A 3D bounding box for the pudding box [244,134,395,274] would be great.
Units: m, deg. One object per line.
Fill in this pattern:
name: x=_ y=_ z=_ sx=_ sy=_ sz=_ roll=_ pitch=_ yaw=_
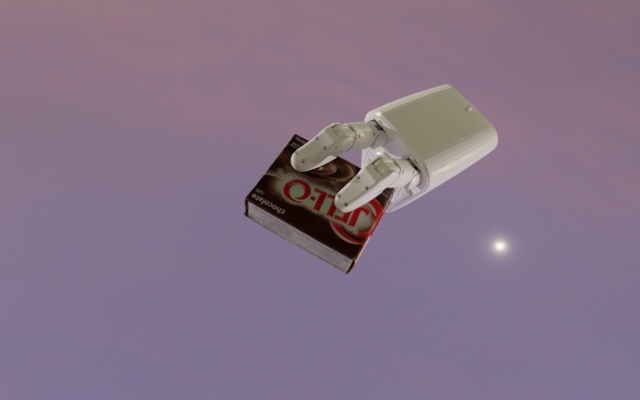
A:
pudding box: x=0.000 y=0.001 z=0.442 sx=0.113 sy=0.090 sz=0.039 roll=27 pitch=-33 yaw=9
